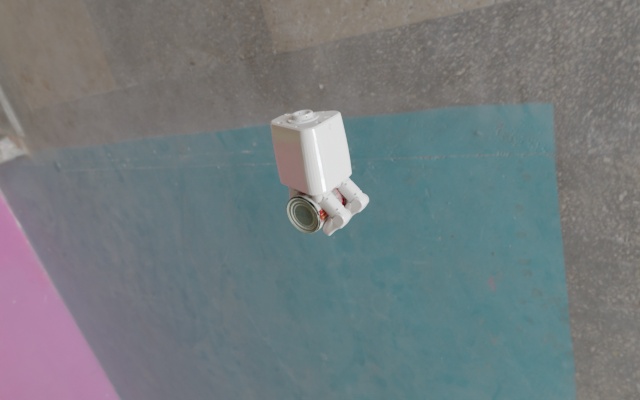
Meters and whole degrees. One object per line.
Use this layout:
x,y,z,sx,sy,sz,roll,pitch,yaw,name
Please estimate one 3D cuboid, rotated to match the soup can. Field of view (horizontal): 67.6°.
0.000,0.003,0.790,0.068,0.068,0.102,0,26,39,soup can
